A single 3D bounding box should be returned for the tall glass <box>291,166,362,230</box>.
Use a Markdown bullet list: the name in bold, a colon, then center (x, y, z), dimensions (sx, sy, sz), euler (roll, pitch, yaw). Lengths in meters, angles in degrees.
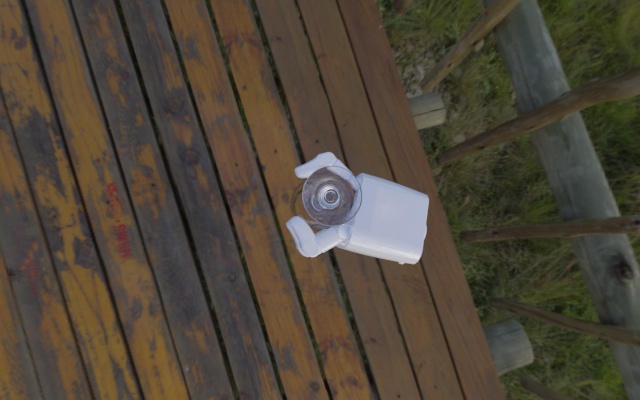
- **tall glass**: center (0.000, 0.002, 0.675), dimensions (0.079, 0.079, 0.201), euler (0, -4, -9)
